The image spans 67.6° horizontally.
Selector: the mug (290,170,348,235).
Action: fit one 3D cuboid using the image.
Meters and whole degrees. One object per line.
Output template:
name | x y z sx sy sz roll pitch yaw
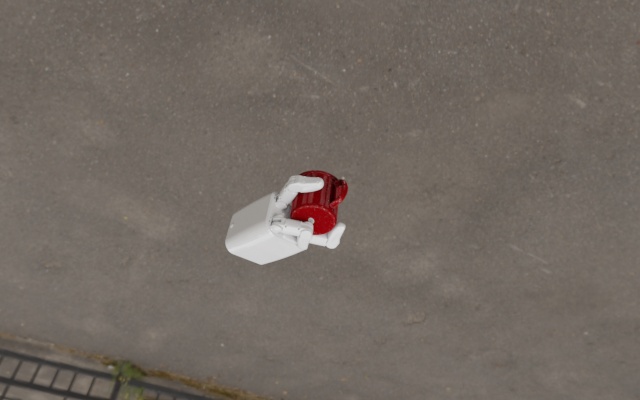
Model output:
mug | 0.001 0.002 0.840 0.117 0.081 0.093 -25 -52 30
